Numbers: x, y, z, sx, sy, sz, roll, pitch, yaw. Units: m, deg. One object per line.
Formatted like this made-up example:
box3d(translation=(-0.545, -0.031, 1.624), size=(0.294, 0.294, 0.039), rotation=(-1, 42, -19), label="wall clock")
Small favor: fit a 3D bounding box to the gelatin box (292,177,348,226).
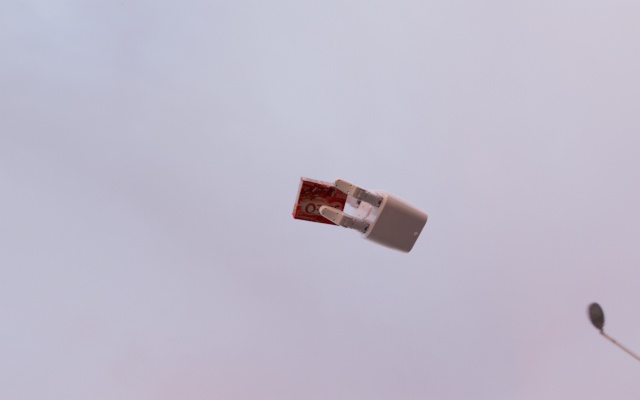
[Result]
box3d(translation=(0.000, 0.003, 0.856), size=(0.089, 0.073, 0.030), rotation=(11, 14, -16), label="gelatin box")
